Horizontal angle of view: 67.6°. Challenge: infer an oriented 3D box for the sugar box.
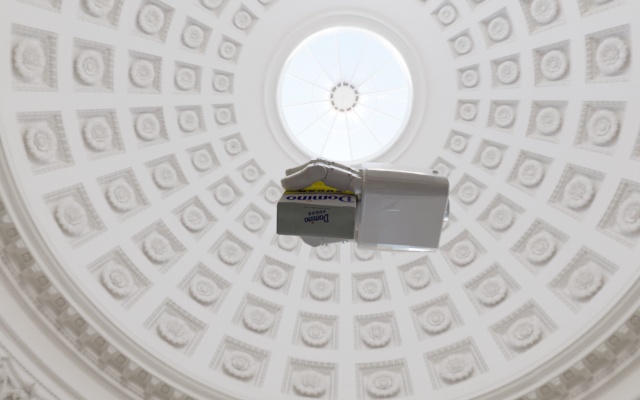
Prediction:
[{"bbox_3d":[0.000,0.001,0.625,0.093,0.048,0.176,3,12,2],"label":"sugar box"}]
